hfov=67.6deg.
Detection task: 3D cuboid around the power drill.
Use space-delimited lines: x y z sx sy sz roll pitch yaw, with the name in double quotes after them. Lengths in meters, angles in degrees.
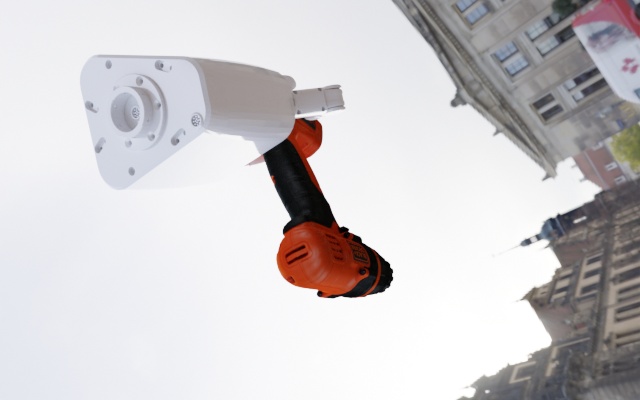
0.000 0.001 0.446 0.057 0.187 0.184 -30 -24 15 "power drill"
